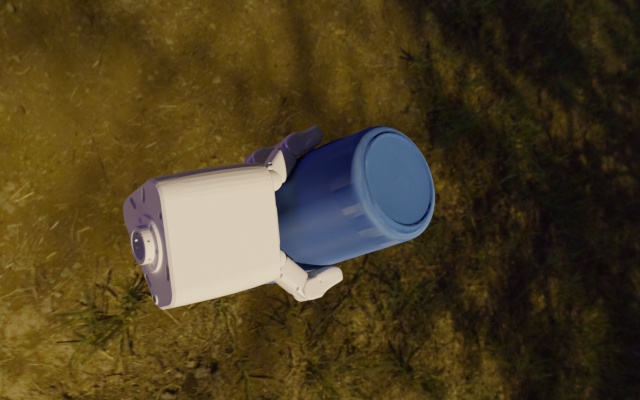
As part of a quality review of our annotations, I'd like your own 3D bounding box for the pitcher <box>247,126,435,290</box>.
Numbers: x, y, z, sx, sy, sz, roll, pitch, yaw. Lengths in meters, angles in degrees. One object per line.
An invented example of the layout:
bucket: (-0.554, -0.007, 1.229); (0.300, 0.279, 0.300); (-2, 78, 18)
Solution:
pitcher: (0.000, 0.002, 0.518); (0.145, 0.149, 0.243); (-10, -7, -41)
